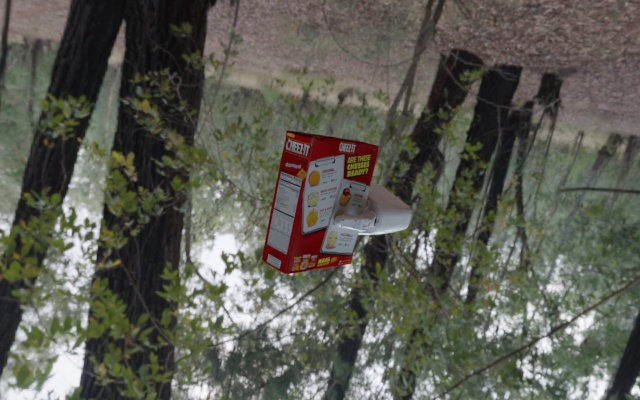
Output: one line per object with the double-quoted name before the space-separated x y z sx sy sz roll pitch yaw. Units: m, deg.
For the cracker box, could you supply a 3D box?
"cracker box" 0.000 0.003 0.778 0.072 0.214 0.164 21 14 40
